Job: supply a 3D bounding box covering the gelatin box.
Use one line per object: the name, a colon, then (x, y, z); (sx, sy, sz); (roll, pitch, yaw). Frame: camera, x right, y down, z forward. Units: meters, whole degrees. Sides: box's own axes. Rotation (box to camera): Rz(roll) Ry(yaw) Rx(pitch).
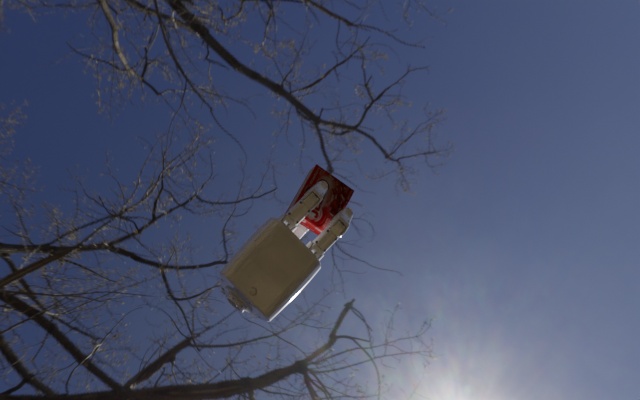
gelatin box: (0.000, 0.002, 0.717); (0.073, 0.089, 0.030); (34, -27, -12)
